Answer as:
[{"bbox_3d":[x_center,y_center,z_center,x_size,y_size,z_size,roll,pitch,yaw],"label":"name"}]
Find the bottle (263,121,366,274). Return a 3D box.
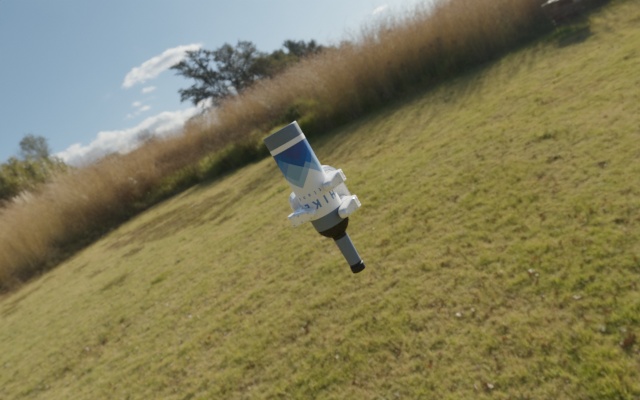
[{"bbox_3d":[0.000,0.003,0.861,0.069,0.296,0.069,-29,10,6],"label":"bottle"}]
